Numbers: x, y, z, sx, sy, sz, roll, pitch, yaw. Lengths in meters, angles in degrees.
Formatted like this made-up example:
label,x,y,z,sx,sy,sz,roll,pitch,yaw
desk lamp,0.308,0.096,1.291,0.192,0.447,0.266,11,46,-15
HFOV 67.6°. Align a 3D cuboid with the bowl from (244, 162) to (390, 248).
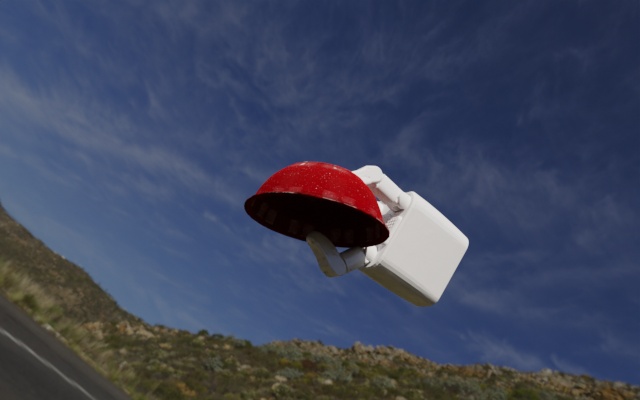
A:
label,x,y,z,sx,sy,sz,roll,pitch,yaw
bowl,-0.001,0.001,0.530,0.162,0.055,0.162,10,-20,4
